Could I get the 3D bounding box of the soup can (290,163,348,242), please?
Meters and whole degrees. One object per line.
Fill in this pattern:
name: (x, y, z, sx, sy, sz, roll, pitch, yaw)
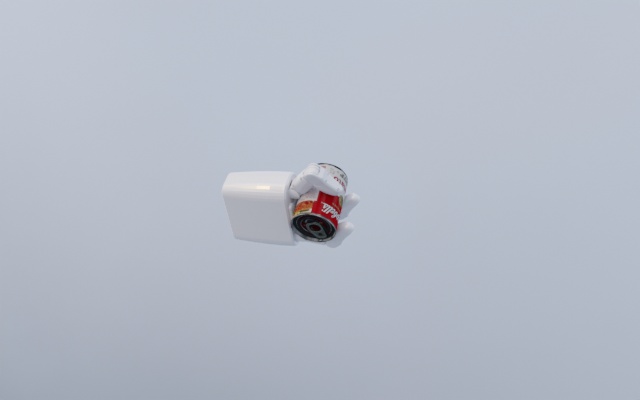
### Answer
soup can: (0.001, 0.002, 0.717, 0.068, 0.102, 0.069, 10, -38, 8)
